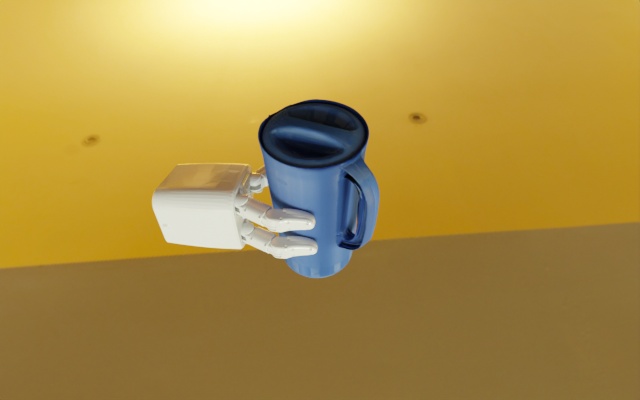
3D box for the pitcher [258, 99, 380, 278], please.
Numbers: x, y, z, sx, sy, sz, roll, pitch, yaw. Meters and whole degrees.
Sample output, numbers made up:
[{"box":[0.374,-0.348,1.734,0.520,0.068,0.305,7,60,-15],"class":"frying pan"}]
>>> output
[{"box":[0.000,0.002,0.645,0.145,0.149,0.243,1,-44,3],"class":"pitcher"}]
